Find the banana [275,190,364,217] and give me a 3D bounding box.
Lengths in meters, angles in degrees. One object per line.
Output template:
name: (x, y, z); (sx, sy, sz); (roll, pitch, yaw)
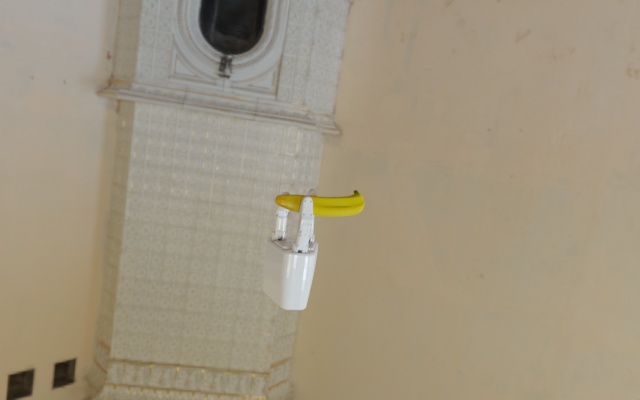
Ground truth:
banana: (0.014, 0.007, 0.874); (0.198, 0.037, 0.069); (-2, 15, -38)
